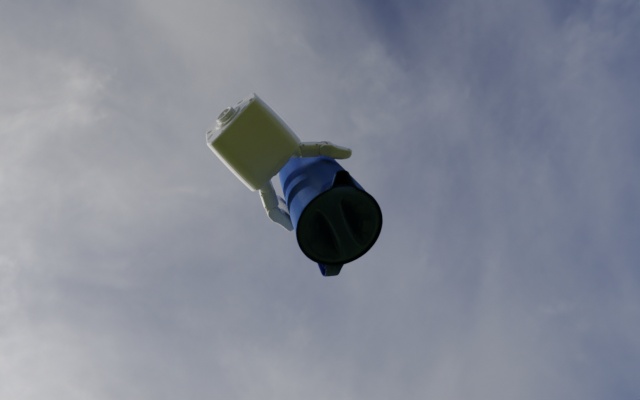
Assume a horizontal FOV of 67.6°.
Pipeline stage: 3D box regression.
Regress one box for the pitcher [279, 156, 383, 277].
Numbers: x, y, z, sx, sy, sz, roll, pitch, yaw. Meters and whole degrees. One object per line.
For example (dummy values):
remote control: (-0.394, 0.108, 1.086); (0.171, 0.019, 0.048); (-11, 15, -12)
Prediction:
pitcher: (0.000, 0.002, 0.807); (0.145, 0.149, 0.242); (43, 8, -27)
